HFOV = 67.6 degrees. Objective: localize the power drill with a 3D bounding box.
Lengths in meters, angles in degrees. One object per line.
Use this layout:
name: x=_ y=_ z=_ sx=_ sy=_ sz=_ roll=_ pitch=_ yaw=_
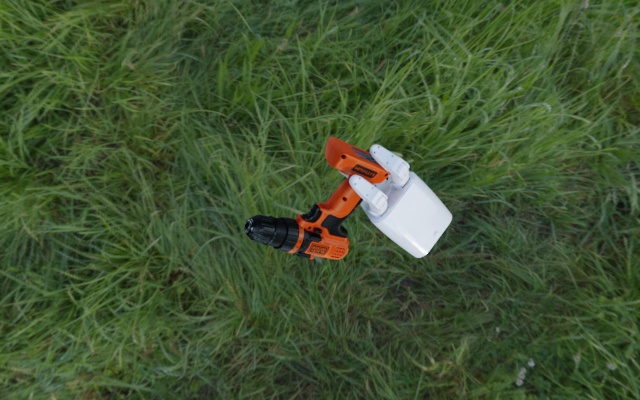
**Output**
power drill: x=0.001 y=0.002 z=0.706 sx=0.184 sy=0.188 sz=0.057 roll=15 pitch=28 yaw=-38
